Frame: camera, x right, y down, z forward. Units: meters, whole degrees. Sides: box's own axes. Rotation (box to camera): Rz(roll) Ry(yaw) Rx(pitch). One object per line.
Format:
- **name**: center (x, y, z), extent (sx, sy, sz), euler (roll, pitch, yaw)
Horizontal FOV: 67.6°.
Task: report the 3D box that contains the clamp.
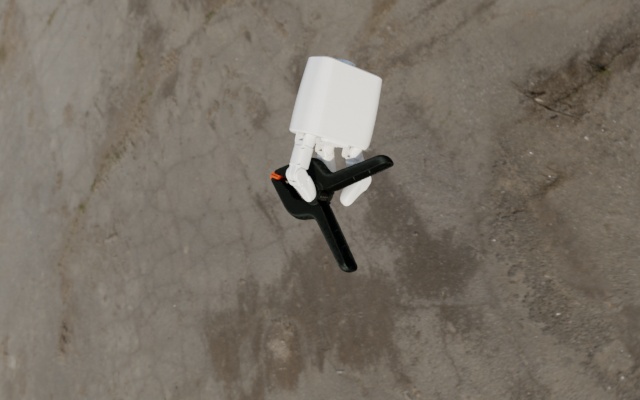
- **clamp**: center (-0.001, 0.002, 0.693), extent (0.210, 0.164, 0.036), euler (15, 2, 42)
